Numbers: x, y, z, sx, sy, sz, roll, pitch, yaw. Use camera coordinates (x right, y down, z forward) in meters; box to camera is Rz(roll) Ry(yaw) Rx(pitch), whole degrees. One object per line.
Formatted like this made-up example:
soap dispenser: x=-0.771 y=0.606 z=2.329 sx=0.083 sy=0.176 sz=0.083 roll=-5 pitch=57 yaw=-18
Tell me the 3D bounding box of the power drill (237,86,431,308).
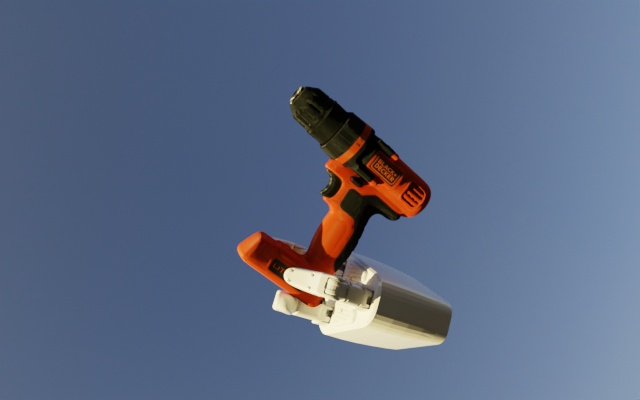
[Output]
power drill: x=0.000 y=0.002 z=0.499 sx=0.184 sy=0.187 sz=0.057 roll=39 pitch=1 yaw=-13
